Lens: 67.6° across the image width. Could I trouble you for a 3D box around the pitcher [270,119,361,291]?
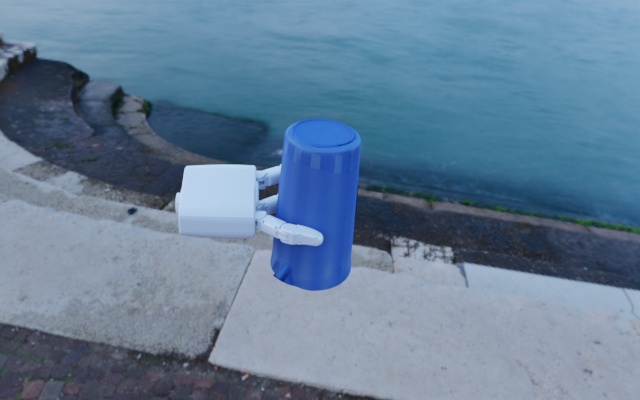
[{"bbox_3d":[0.000,0.002,0.732,0.145,0.243,0.149,2,32,-7],"label":"pitcher"}]
